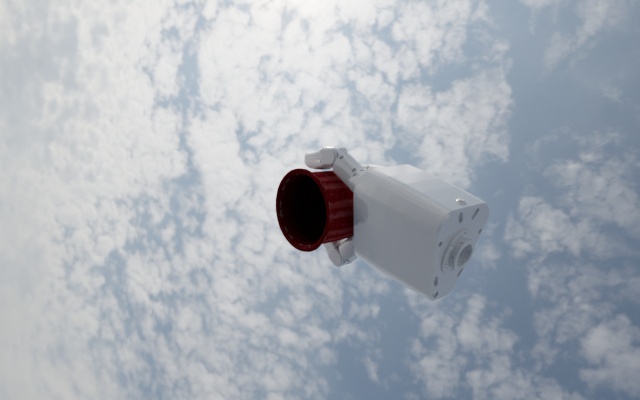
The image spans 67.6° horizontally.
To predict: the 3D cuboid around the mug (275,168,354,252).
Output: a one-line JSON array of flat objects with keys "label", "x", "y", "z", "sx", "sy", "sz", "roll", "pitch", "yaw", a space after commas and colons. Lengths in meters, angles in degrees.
[{"label": "mug", "x": -0.001, "y": 0.001, "z": 0.561, "sx": 0.081, "sy": 0.093, "sz": 0.117, "roll": -8, "pitch": 30, "yaw": -42}]
